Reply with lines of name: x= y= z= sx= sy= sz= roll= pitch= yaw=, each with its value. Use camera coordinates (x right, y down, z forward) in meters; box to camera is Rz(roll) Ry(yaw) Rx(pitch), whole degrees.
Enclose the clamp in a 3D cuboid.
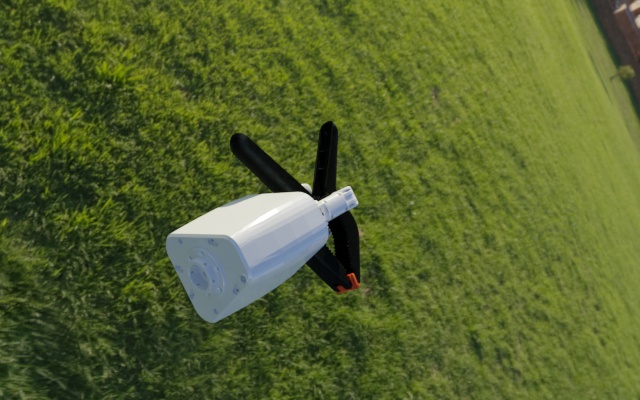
clamp: x=0.001 y=0.002 z=0.555 sx=0.036 sy=0.210 sz=0.164 roll=-25 pitch=2 yaw=44
